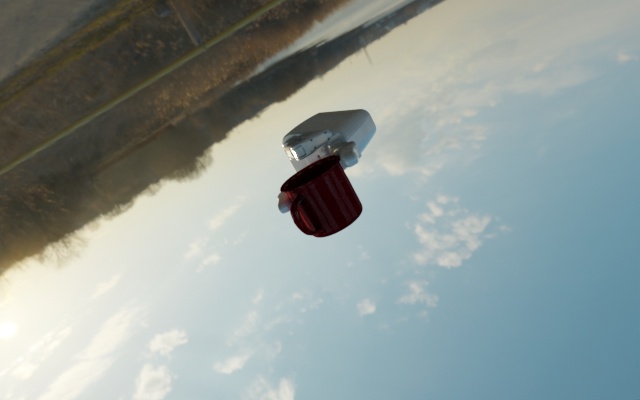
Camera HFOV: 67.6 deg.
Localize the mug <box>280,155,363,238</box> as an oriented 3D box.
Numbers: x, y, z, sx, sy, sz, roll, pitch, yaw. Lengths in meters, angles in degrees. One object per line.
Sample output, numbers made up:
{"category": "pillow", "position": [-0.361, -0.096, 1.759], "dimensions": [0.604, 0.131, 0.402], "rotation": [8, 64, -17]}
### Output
{"category": "mug", "position": [0.000, 0.003, 0.636], "dimensions": [0.093, 0.081, 0.117], "rotation": [-18, 20, 36]}
